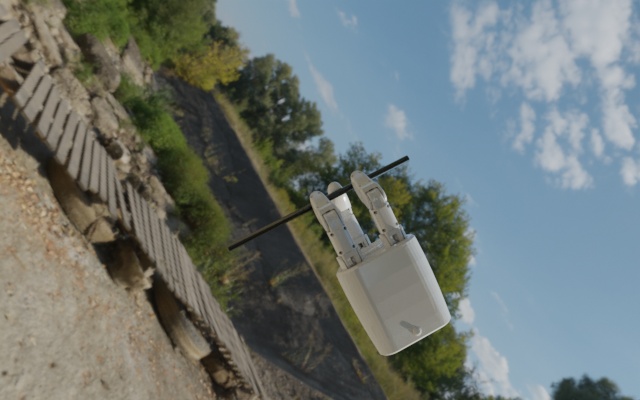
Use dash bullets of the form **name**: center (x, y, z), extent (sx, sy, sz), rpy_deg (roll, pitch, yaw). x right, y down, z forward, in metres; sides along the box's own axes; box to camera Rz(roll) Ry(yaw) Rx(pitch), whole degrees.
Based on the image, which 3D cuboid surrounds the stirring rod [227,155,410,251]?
- **stirring rod**: center (0.000, 0.002, 0.568), extent (0.239, 0.011, 0.011), rpy_deg (-27, 4, -7)
